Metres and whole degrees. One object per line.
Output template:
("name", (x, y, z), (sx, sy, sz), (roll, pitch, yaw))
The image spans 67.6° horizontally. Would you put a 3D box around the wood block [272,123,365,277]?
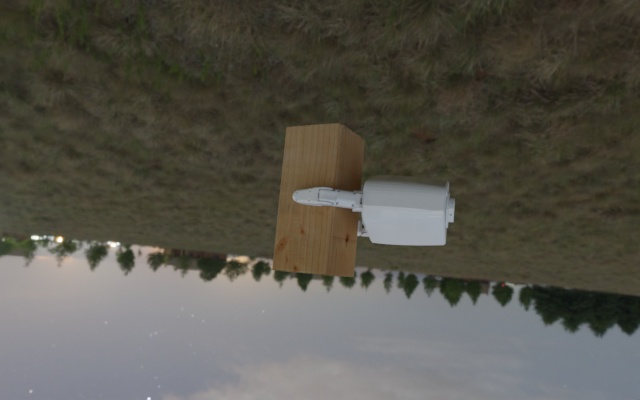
("wood block", (0.000, 0.002, 0.690), (0.090, 0.206, 0.091), (1, -9, 28))
